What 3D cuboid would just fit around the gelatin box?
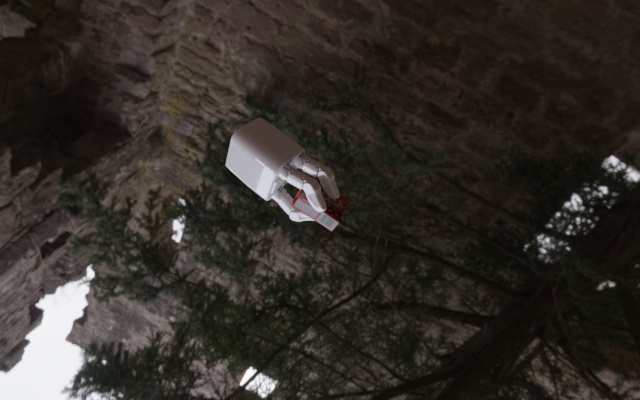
[{"bbox_3d":[0.000,0.003,0.858,0.089,0.030,0.073,34,36,-6],"label":"gelatin box"}]
